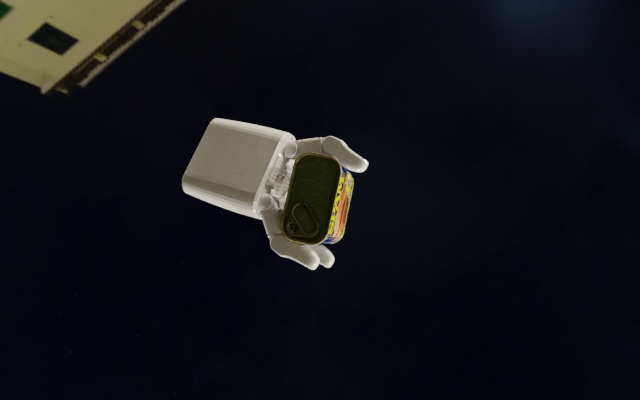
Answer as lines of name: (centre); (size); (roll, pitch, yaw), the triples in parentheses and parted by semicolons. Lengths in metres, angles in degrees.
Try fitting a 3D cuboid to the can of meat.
can of meat: (0.000, 0.002, 0.568); (0.057, 0.102, 0.084); (12, -3, 17)
